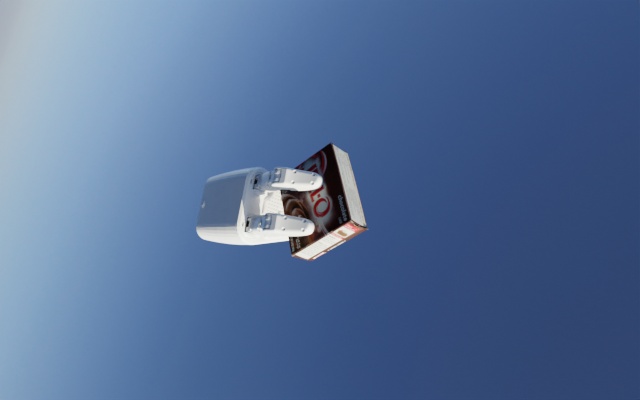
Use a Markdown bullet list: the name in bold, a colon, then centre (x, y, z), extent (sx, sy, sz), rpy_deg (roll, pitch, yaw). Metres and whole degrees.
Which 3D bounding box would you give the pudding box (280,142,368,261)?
- **pudding box**: centre (0.000, 0.002, 0.562), extent (0.090, 0.113, 0.039), rpy_deg (-33, -35, 29)
